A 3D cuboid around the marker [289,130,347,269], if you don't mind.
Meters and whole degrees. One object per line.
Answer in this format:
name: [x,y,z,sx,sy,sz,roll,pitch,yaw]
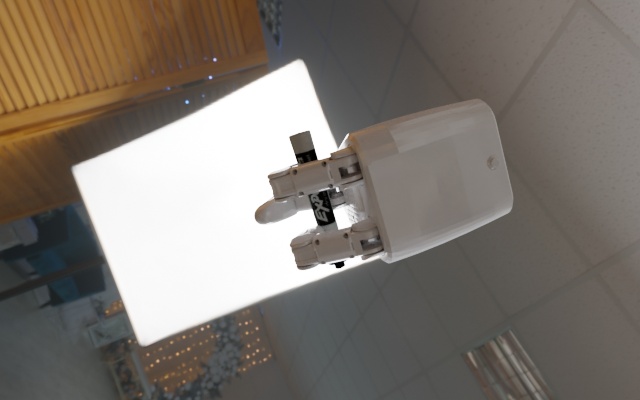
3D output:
marker: [0.000,0.001,0.402,0.020,0.121,0.020,-16,12,3]
